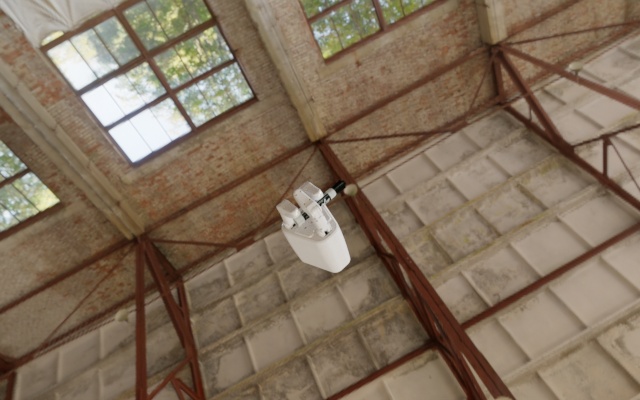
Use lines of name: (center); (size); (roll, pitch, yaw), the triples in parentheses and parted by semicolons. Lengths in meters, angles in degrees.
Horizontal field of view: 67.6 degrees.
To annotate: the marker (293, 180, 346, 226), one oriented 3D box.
marker: (0.000, 0.003, 0.872); (0.121, 0.020, 0.020); (-40, 13, -16)
